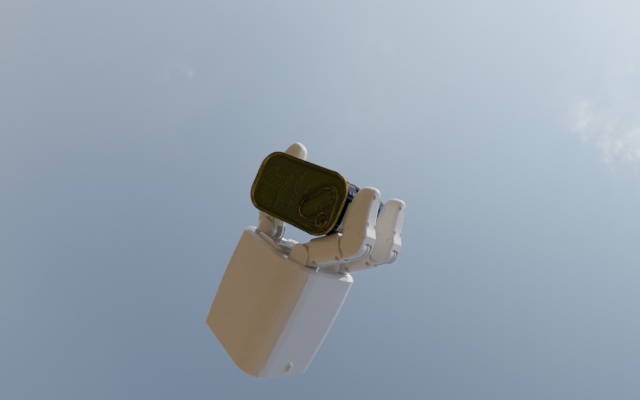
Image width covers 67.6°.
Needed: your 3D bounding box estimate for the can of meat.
[{"bbox_3d":[0.000,0.001,0.451,0.102,0.057,0.084,22,-1,36],"label":"can of meat"}]
